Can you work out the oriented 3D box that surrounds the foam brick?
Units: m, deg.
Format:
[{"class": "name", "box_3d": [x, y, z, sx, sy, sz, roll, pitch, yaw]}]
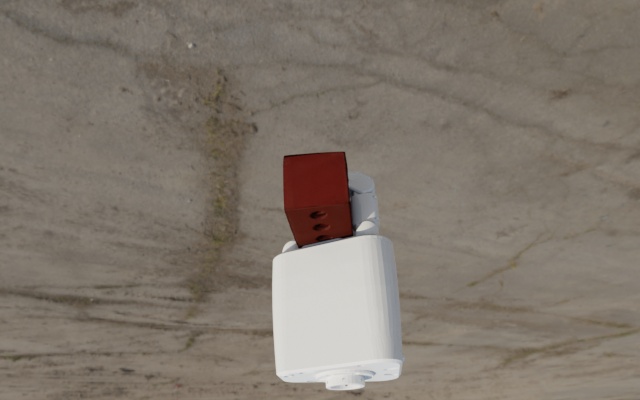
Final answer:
[{"class": "foam brick", "box_3d": [0.000, 0.001, 0.410, 0.053, 0.051, 0.078, -5, -30, 5]}]
